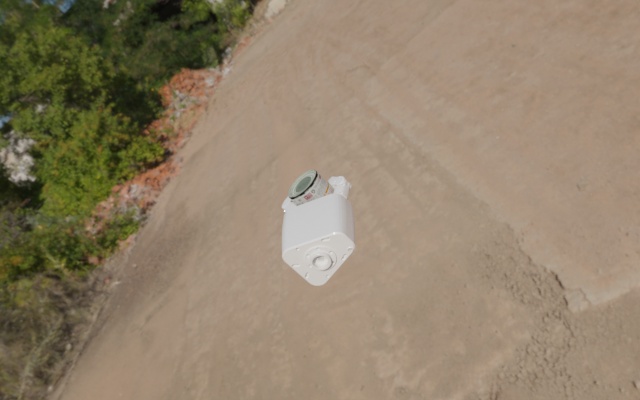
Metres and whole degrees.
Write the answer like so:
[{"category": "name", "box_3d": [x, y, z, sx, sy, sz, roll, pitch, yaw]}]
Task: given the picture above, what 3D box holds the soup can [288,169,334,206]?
[{"category": "soup can", "box_3d": [0.000, 0.002, 0.846, 0.102, 0.068, 0.068, 45, -23, -25]}]
